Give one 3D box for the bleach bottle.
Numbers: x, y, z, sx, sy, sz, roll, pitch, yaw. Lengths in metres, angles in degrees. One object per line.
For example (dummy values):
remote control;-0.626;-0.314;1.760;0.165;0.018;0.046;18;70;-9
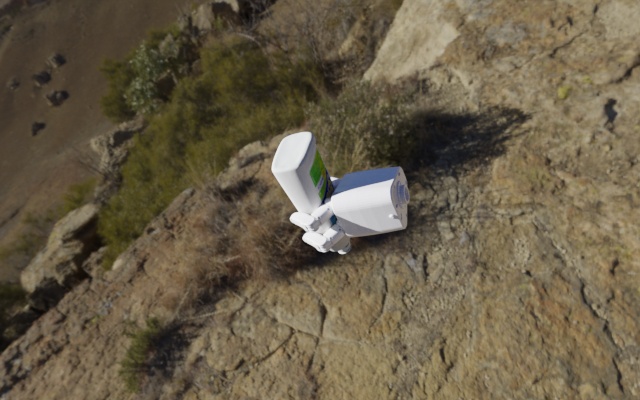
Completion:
bleach bottle;0.000;0.003;0.873;0.068;0.102;0.251;-8;-47;25
